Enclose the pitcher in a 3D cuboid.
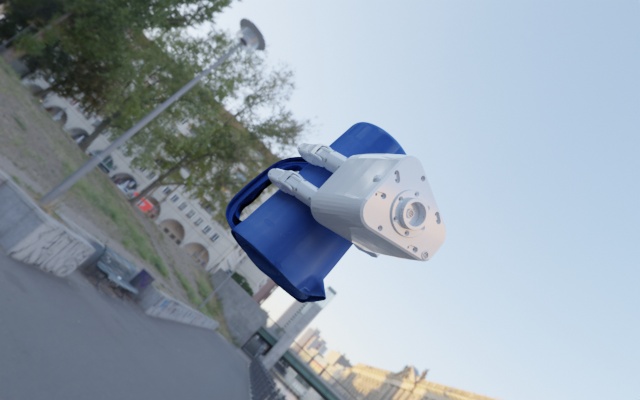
[{"bbox_3d":[0.000,0.002,0.647,0.242,0.149,0.145,-46,20,-17],"label":"pitcher"}]
